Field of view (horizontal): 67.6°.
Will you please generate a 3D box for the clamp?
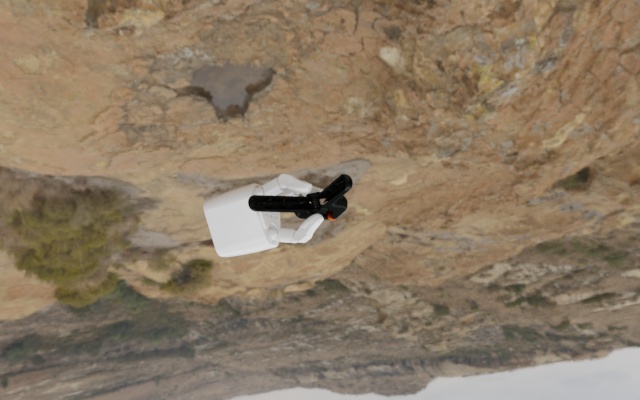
[{"bbox_3d":[0.000,0.004,0.794,0.164,0.036,0.210,-13,-14,20],"label":"clamp"}]
